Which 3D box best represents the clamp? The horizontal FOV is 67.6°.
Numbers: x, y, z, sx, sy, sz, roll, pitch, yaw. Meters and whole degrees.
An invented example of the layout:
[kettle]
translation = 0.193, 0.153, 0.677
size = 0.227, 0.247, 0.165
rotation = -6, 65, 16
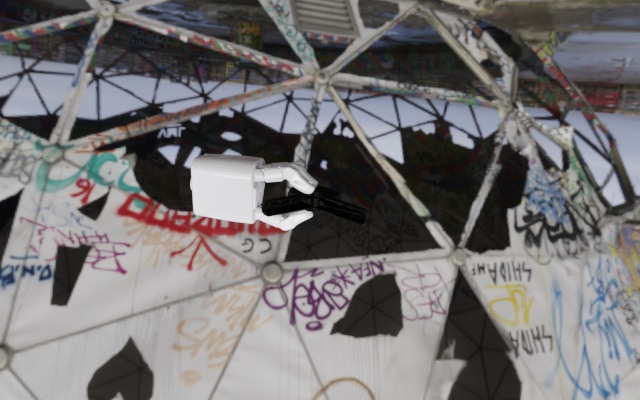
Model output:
[clamp]
translation = 0.000, 0.003, 0.807
size = 0.164, 0.036, 0.210
rotation = 8, 11, 4
